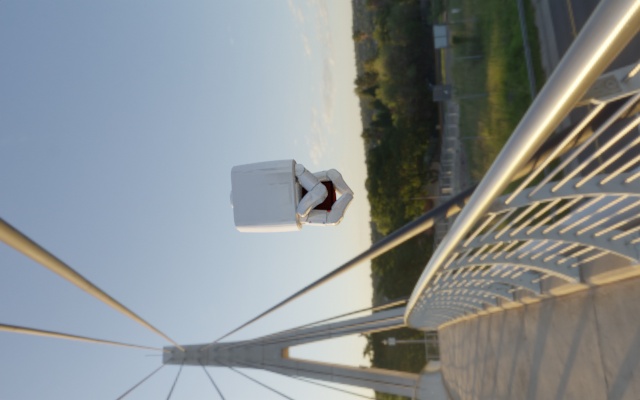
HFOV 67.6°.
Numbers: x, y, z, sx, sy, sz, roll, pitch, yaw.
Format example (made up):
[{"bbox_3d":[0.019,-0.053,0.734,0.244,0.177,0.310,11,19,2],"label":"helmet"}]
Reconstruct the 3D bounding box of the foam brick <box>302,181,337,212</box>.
[{"bbox_3d":[0.000,0.003,0.824,0.051,0.053,0.078,-4,-17,7],"label":"foam brick"}]
